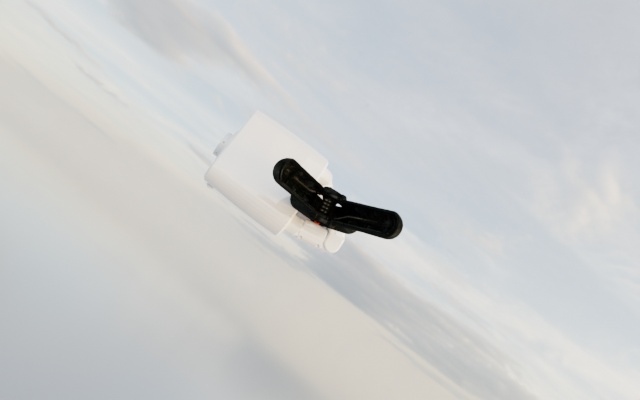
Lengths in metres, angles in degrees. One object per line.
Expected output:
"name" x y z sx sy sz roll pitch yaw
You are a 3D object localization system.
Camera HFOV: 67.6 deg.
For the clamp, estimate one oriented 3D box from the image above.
"clamp" 0.000 0.001 0.469 0.120 0.039 0.171 34 -12 -10
